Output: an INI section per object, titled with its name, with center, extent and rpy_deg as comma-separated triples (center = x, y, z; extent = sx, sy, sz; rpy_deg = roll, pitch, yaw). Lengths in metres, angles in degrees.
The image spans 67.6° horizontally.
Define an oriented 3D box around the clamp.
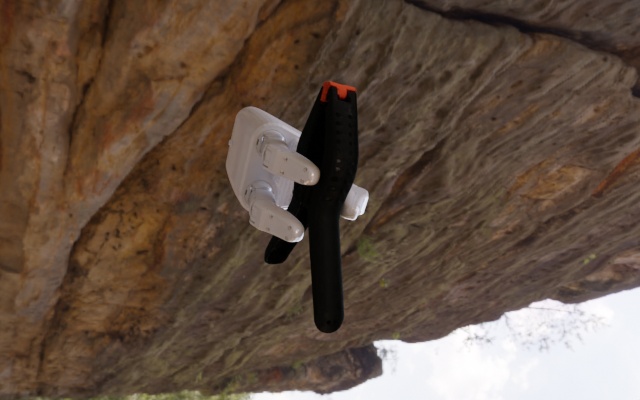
[clamp]
center = 0.001, 0.001, 0.437
extent = 0.036, 0.210, 0.164
rpy_deg = 6, 19, -27
